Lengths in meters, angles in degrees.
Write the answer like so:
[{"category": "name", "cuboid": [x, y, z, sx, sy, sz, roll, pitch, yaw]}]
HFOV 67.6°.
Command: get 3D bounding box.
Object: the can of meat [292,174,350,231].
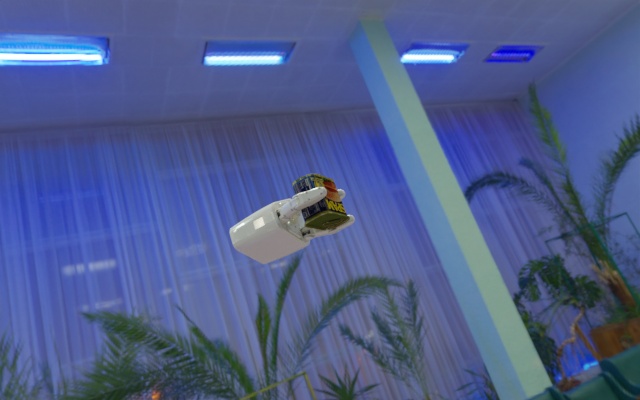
[{"category": "can of meat", "cuboid": [0.000, 0.003, 0.871, 0.057, 0.084, 0.102, -29, -21, 23]}]
